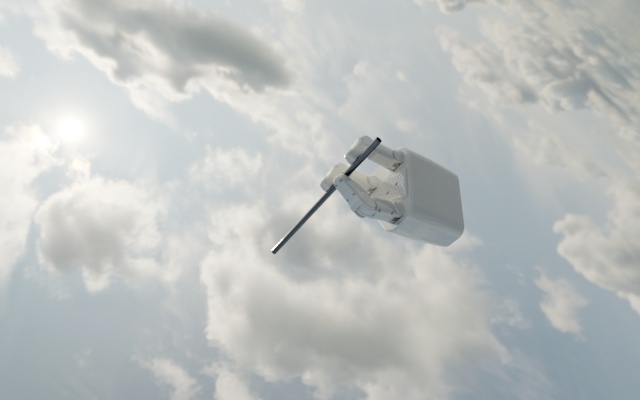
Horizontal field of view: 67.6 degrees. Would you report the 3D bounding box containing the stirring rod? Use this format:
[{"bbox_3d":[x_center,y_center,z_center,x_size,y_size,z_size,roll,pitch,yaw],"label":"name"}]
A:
[{"bbox_3d":[0.000,0.002,0.617,0.011,0.011,0.240,0,-37,-44],"label":"stirring rod"}]
